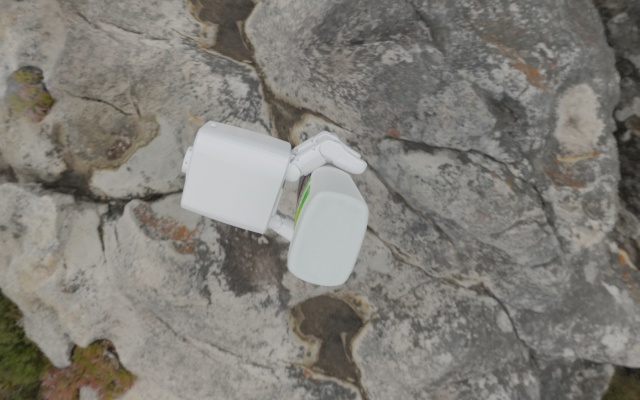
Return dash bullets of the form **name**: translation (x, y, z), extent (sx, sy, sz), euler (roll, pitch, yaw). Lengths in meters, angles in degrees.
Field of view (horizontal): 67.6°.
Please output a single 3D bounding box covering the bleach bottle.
- **bleach bottle**: translation (0.000, 0.002, 0.581), extent (0.068, 0.102, 0.250), euler (16, 15, -9)
